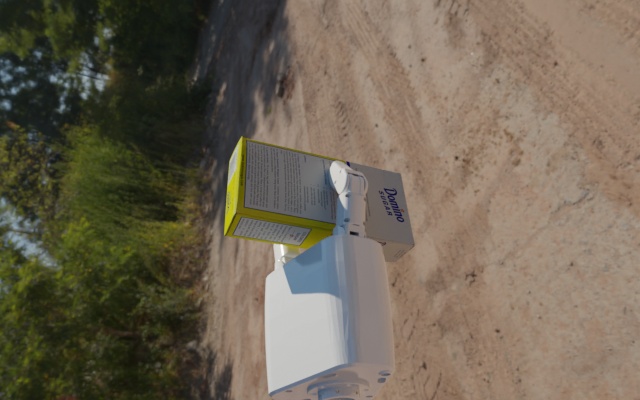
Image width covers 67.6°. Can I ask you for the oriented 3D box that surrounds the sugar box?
[{"bbox_3d":[0.000,0.002,0.464,0.176,0.093,0.048,13,-39,-21],"label":"sugar box"}]
